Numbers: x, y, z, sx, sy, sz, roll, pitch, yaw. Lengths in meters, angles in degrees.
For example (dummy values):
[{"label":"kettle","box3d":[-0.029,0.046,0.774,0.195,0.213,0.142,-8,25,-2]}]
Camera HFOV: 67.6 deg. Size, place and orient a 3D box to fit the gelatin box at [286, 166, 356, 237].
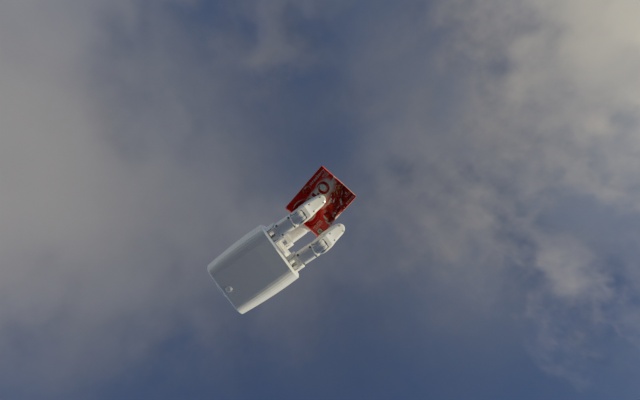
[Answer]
[{"label":"gelatin box","box3d":[0.000,0.002,0.753,0.073,0.089,0.030,42,-3,0]}]
